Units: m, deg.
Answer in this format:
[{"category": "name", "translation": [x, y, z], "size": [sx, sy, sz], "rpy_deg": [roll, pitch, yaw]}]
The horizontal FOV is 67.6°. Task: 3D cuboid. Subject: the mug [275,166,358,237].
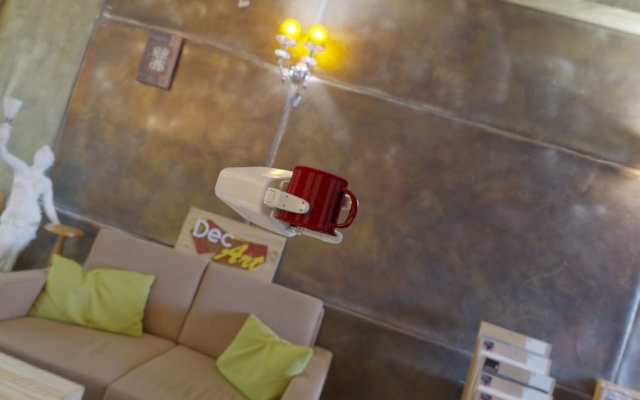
[{"category": "mug", "translation": [0.001, 0.002, 0.673], "size": [0.117, 0.081, 0.093], "rpy_deg": [15, -3, 36]}]
